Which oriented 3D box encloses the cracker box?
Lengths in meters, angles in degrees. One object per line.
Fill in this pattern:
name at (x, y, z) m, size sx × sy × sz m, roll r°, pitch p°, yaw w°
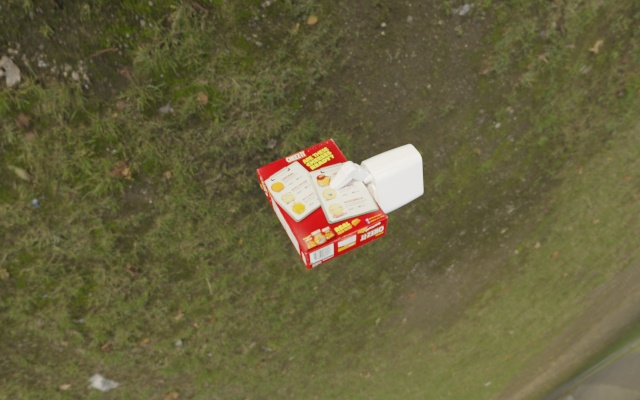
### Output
cracker box at (0.000, 0.003, 0.893) m, size 0.164 × 0.213 × 0.072 m, roll -24°, pitch -34°, yaw -14°
